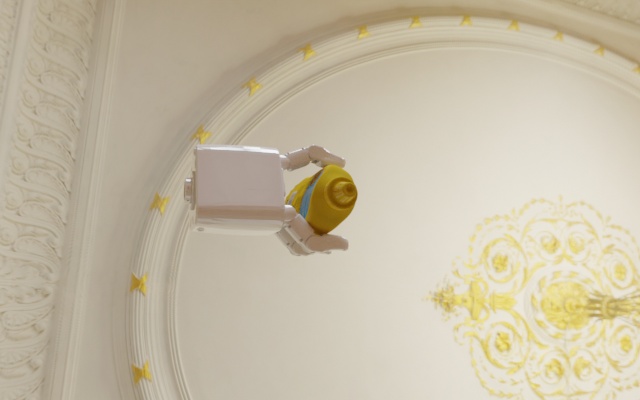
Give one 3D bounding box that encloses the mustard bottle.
[{"bbox_3d":[0.000,0.002,0.643,0.058,0.096,0.191,27,-17,-14],"label":"mustard bottle"}]
